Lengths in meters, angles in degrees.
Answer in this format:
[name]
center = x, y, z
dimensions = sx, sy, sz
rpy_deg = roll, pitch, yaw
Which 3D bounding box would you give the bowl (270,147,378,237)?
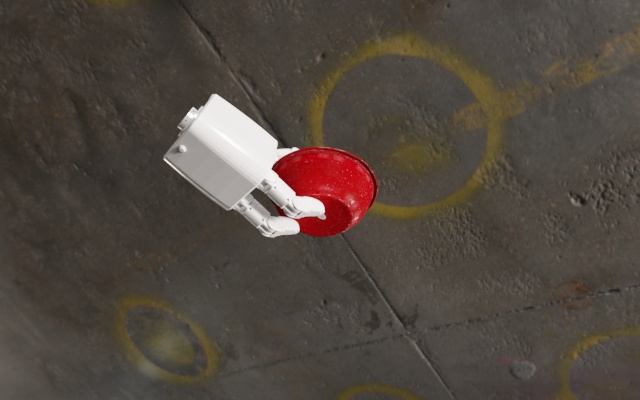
[bowl]
center = 0.001, 0.003, 0.671
dimensions = 0.162, 0.055, 0.162
rpy_deg = 2, -42, 2
